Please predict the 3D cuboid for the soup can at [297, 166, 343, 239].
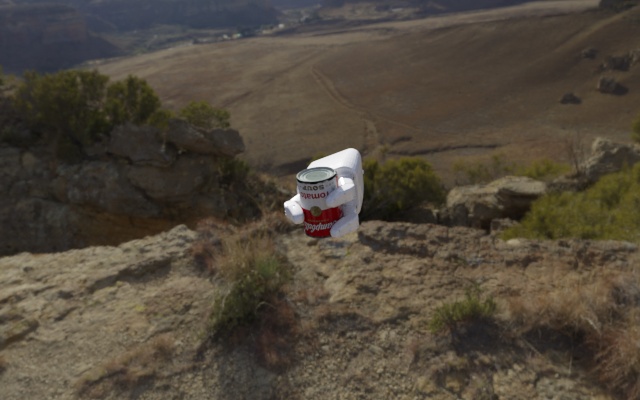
[{"bbox_3d":[0.000,0.003,0.788,0.068,0.102,0.068,-7,25,3],"label":"soup can"}]
